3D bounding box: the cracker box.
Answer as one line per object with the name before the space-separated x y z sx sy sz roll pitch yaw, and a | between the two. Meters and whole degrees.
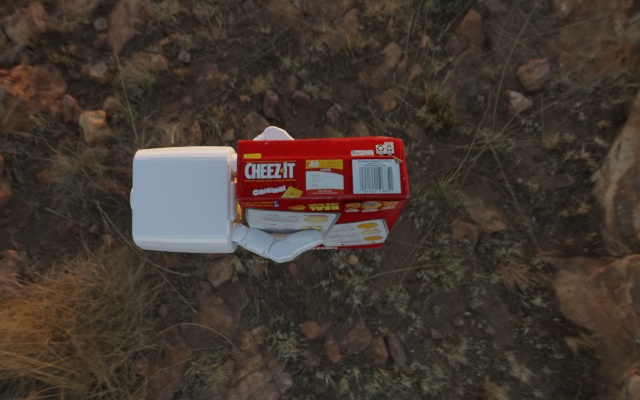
cracker box | 0.000 0.002 0.550 0.164 0.072 0.214 -1 -18 -1
